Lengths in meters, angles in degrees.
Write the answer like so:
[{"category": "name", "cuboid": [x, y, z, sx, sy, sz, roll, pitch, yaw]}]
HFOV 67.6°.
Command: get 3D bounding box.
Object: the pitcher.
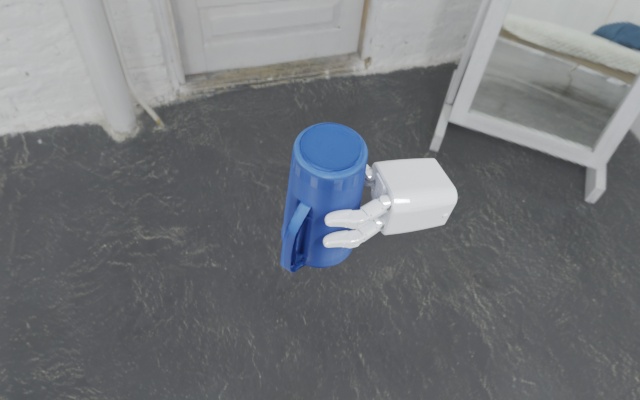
[{"category": "pitcher", "cuboid": [0.000, 0.002, 0.762, 0.145, 0.149, 0.243, -6, -35, -10]}]
